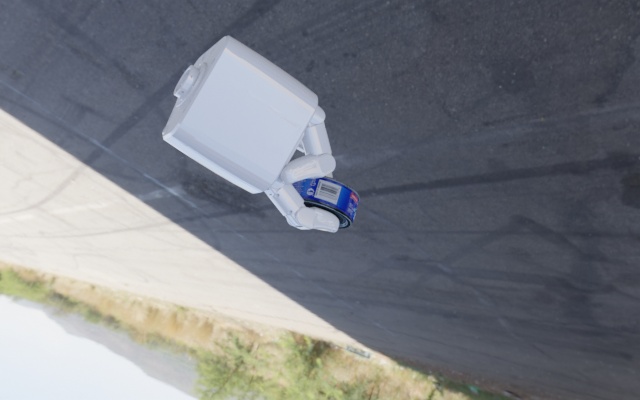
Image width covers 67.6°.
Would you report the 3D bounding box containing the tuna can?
[{"bbox_3d":[0.000,0.002,0.548,0.086,0.033,0.086,15,-18,5],"label":"tuna can"}]
